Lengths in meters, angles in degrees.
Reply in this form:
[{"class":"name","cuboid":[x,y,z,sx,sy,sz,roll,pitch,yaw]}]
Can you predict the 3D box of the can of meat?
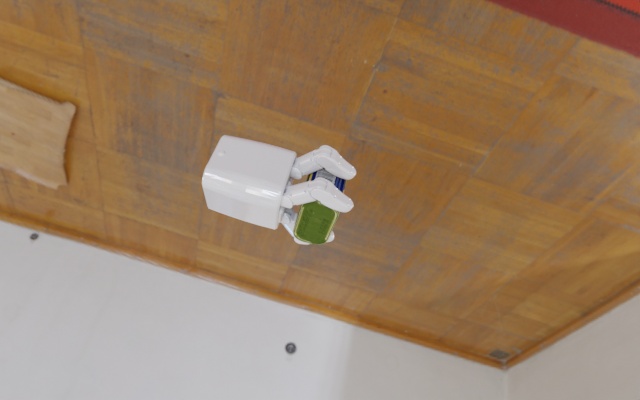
[{"class":"can of meat","cuboid":[0.000,0.003,0.678,0.057,0.084,0.102,17,-40,-2]}]
